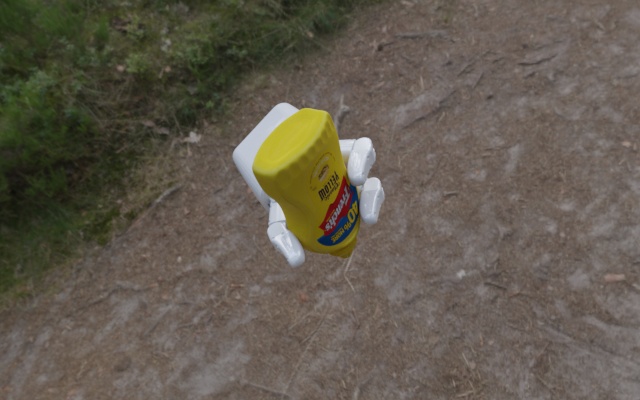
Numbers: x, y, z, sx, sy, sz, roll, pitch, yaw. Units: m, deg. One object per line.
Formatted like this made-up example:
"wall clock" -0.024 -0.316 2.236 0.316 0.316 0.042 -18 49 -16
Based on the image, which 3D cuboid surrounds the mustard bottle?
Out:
"mustard bottle" 0.000 0.002 0.520 0.058 0.096 0.192 16 -33 35
